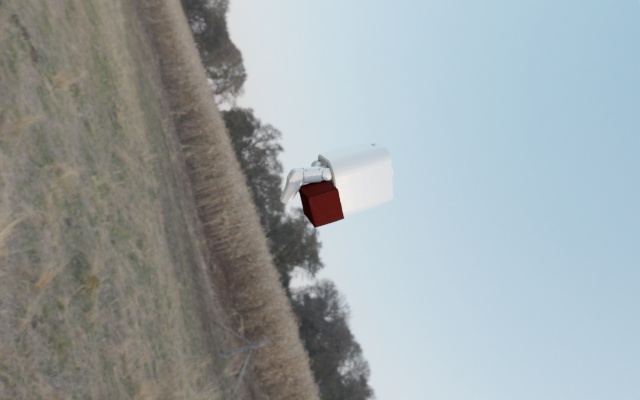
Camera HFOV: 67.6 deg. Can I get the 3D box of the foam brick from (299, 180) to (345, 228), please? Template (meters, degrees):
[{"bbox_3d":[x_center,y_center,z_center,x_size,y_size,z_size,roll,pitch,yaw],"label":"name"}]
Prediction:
[{"bbox_3d":[0.000,0.003,0.768,0.051,0.053,0.078,-15,19,-10],"label":"foam brick"}]
